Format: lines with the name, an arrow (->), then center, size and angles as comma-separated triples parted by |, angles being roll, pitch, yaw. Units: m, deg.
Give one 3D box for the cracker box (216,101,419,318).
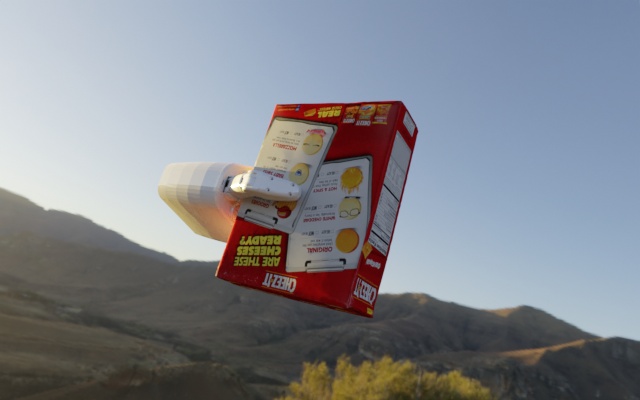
cracker box -> 0.000, 0.001, 0.515 | 0.164, 0.213, 0.072 | 6, -19, 33
